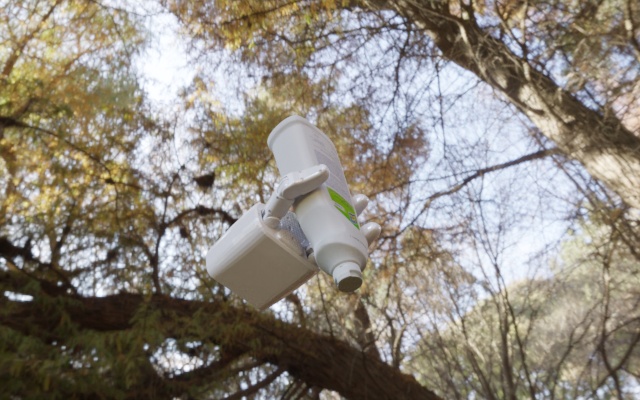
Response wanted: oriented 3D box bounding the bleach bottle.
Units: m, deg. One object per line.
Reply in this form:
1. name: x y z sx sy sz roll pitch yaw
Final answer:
1. bleach bottle: 0.000 0.002 0.593 0.068 0.250 0.103 -40 -50 21
